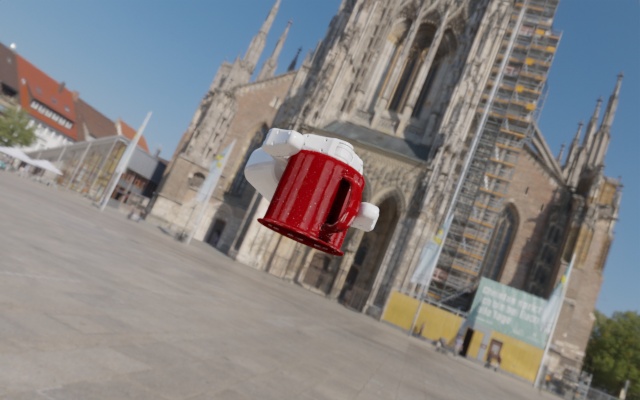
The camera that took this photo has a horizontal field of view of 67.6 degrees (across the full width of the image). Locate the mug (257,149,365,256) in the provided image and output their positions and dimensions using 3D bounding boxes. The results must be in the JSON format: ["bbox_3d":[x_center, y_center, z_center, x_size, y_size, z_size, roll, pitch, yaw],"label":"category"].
[{"bbox_3d":[0.001,0.001,0.470,0.093,0.081,0.117,28,-12,-27],"label":"mug"}]
